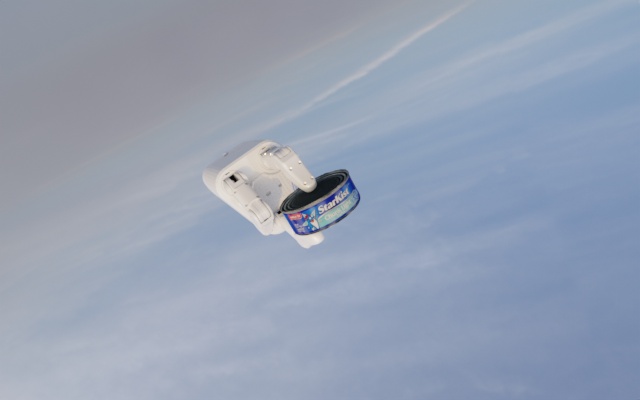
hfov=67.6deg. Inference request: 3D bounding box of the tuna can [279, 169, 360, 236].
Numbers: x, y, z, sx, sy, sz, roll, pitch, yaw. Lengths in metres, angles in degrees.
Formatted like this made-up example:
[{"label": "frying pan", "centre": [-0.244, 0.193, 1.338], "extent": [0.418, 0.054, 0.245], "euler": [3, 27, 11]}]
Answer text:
[{"label": "tuna can", "centre": [0.000, 0.002, 0.525], "extent": [0.086, 0.034, 0.086], "euler": [-27, 17, 9]}]
